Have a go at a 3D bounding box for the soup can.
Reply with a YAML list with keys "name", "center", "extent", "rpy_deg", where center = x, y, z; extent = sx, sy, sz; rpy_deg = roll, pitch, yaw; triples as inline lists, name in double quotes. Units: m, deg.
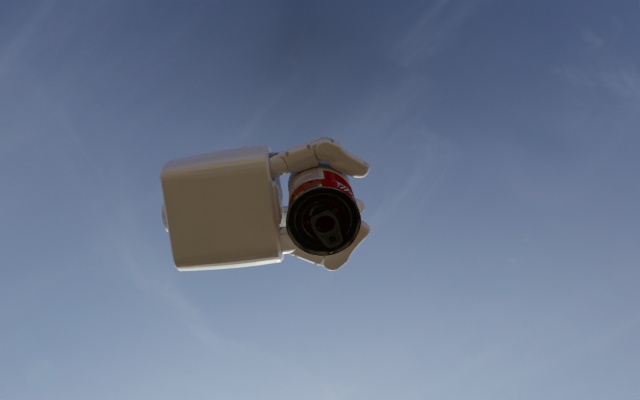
- name: "soup can"
  center: [0.001, 0.001, 0.474]
  extent: [0.068, 0.068, 0.102]
  rpy_deg: [0, 22, -3]
